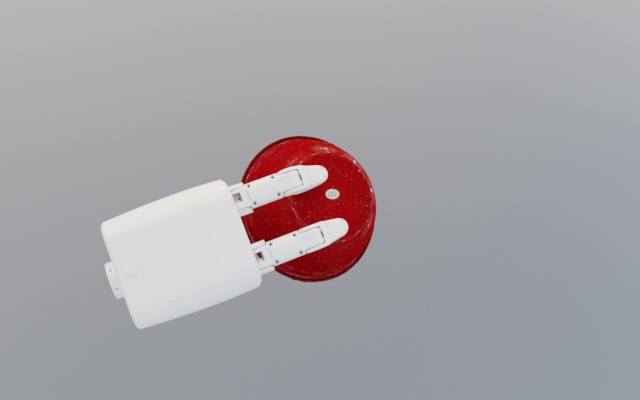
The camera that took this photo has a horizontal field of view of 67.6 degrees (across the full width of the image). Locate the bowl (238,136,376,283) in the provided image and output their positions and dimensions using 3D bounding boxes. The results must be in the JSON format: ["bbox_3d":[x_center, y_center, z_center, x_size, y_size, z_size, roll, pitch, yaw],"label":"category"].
[{"bbox_3d":[0.001,0.001,0.495,0.162,0.162,0.055,0,-13,-26],"label":"bowl"}]
